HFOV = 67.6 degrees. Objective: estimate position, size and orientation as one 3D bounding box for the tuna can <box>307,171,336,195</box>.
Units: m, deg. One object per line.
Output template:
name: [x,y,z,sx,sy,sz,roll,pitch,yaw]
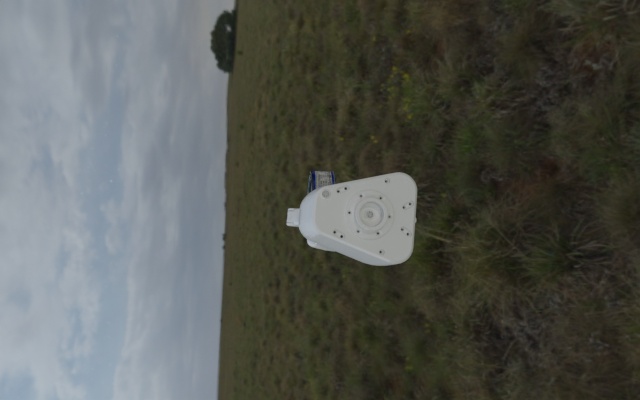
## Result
tuna can: [0.000,0.002,0.651,0.034,0.086,0.086,3,0,-5]
